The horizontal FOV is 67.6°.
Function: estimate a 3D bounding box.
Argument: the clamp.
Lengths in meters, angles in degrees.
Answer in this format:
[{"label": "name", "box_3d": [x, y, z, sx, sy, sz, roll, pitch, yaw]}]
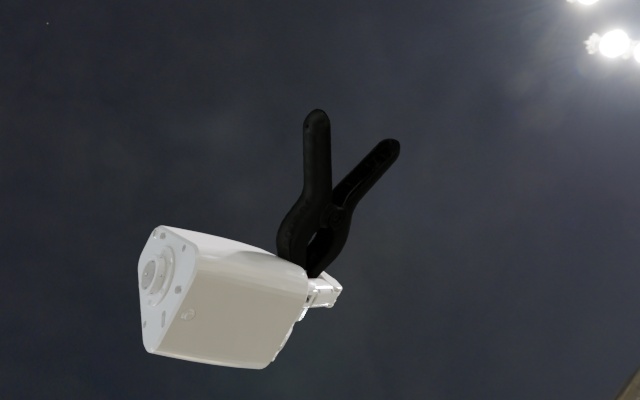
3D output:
[{"label": "clamp", "box_3d": [0.000, 0.001, 0.435, 0.120, 0.171, 0.039, 25, 5, -42]}]
